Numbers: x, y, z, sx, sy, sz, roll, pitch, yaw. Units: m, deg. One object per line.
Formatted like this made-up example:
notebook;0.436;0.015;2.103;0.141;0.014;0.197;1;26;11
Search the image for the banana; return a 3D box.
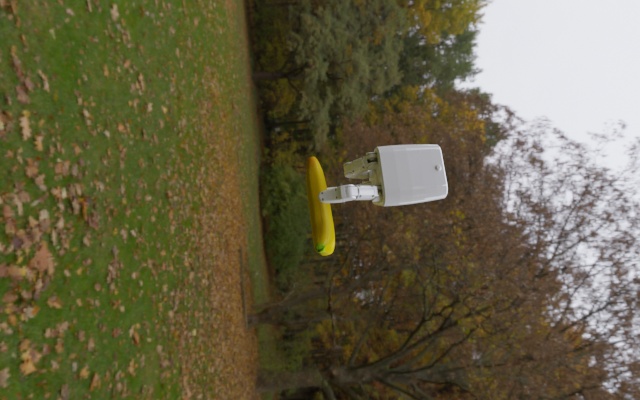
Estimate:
banana;0.000;0.017;0.785;0.037;0.197;0.070;-5;-40;-4
